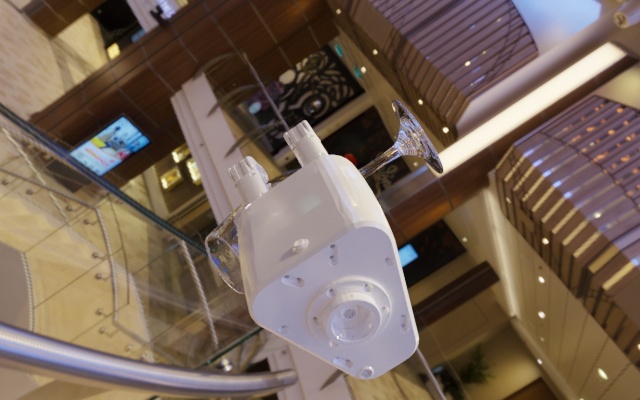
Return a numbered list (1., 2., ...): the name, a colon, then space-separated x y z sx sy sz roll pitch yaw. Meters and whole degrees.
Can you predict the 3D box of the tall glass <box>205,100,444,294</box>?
1. tall glass: 0.001 0.001 0.411 0.201 0.079 0.079 -34 -3 5
